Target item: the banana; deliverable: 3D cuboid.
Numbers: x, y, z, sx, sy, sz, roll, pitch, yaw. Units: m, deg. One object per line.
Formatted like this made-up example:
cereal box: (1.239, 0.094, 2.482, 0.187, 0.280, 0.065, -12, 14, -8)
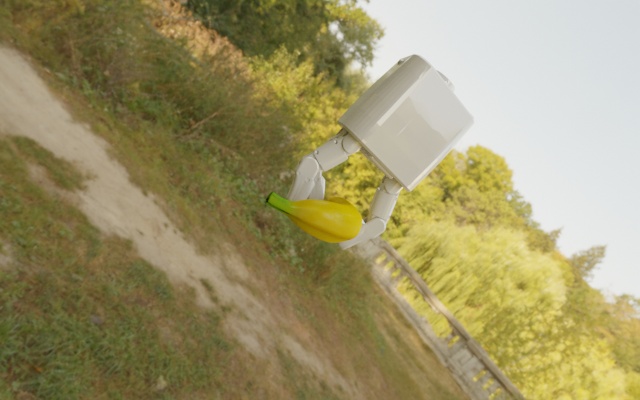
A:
banana: (0.012, 0.014, 0.490, 0.069, 0.037, 0.198, 43, 9, 14)
